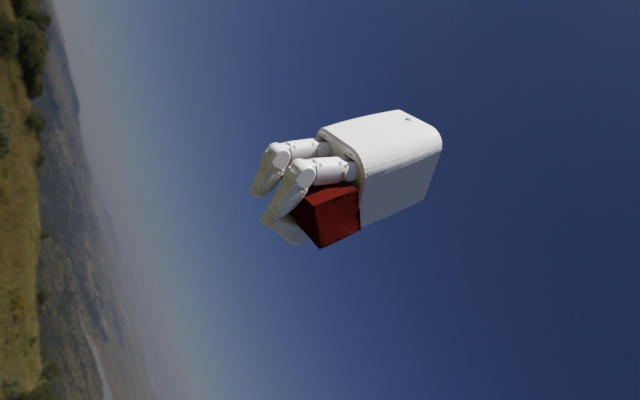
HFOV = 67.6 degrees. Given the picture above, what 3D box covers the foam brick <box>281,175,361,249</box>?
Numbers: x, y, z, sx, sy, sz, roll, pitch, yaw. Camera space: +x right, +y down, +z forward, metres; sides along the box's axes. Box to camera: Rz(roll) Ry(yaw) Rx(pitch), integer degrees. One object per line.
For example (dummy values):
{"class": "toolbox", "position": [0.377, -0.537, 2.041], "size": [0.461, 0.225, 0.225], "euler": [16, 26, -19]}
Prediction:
{"class": "foam brick", "position": [0.000, 0.002, 0.493], "size": [0.051, 0.053, 0.078], "euler": [-21, 37, -20]}
